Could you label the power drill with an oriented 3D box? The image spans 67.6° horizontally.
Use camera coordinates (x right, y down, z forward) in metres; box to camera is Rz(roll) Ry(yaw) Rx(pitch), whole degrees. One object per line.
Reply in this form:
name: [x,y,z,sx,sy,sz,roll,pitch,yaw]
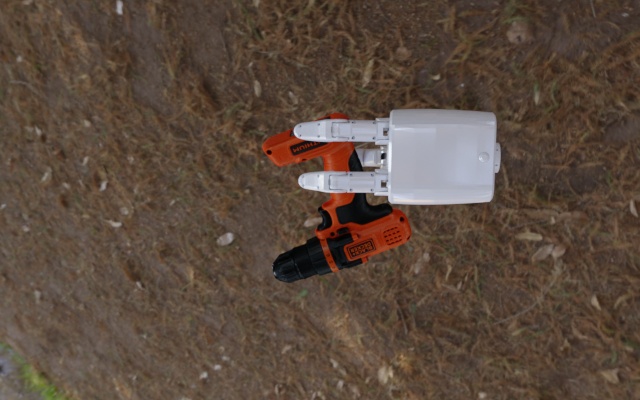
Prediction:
power drill: [0.000,0.001,0.584,0.184,0.188,0.057,-21,22,4]
